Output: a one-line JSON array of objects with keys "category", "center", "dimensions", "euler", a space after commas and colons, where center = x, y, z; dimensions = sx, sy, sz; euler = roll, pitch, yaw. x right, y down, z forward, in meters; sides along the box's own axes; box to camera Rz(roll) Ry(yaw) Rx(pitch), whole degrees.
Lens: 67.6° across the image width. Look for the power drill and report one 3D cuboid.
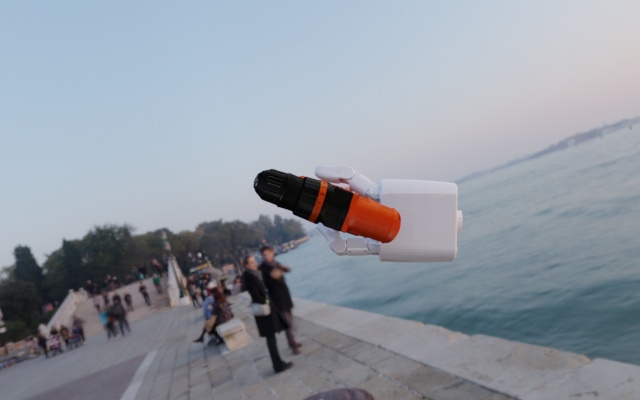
[{"category": "power drill", "center": [0.000, 0.002, 0.641], "dimensions": [0.184, 0.057, 0.187], "euler": [21, 2, -8]}]
